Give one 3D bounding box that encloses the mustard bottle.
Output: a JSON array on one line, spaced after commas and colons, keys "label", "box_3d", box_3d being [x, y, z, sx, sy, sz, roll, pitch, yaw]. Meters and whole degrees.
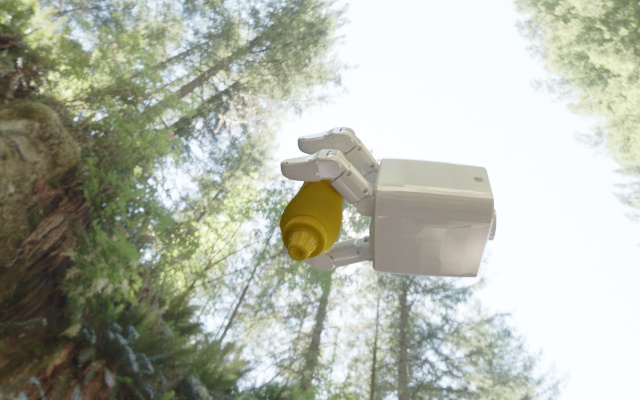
[{"label": "mustard bottle", "box_3d": [0.000, 0.001, 0.499, 0.058, 0.096, 0.191, 25, 31, -1]}]
